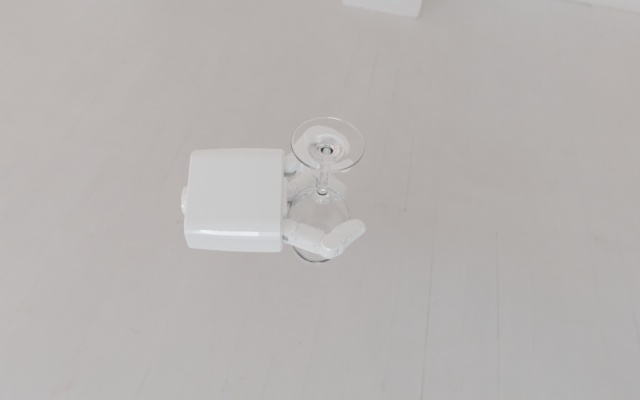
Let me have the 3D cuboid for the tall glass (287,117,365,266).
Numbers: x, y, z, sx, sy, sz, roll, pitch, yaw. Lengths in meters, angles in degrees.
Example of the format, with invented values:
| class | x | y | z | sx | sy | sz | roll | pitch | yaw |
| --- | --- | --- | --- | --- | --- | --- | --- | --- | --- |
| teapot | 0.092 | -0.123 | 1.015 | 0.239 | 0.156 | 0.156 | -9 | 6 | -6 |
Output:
| class | x | y | z | sx | sy | sz | roll | pitch | yaw |
| --- | --- | --- | --- | --- | --- | --- | --- | --- | --- |
| tall glass | 0.000 | 0.001 | 0.556 | 0.079 | 0.079 | 0.201 | 0 | -37 | -5 |
